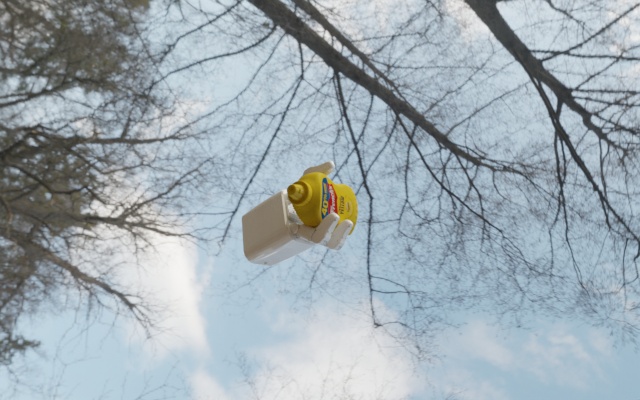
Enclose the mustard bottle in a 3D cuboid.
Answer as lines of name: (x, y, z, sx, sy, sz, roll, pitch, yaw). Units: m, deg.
mustard bottle: (0.001, 0.003, 0.836, 0.058, 0.096, 0.192, -4, -14, 30)
